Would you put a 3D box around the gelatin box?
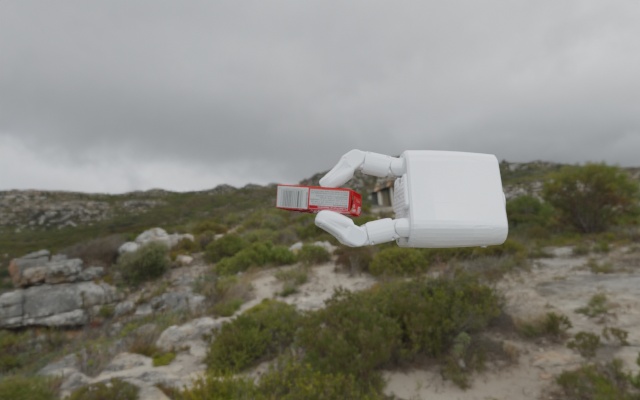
[{"bbox_3d":[0.000,0.001,0.563,0.089,0.030,0.073,4,-4,12],"label":"gelatin box"}]
